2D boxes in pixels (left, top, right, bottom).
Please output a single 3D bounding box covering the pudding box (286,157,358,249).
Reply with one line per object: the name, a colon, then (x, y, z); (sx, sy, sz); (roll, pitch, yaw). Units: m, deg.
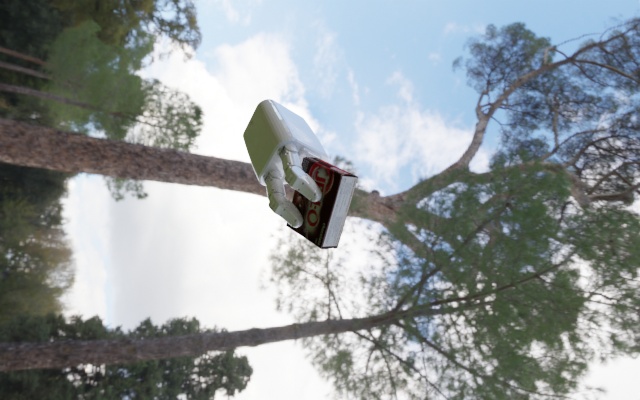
pudding box: (0.000, 0.002, 0.693); (0.039, 0.113, 0.090); (2, 18, -39)
